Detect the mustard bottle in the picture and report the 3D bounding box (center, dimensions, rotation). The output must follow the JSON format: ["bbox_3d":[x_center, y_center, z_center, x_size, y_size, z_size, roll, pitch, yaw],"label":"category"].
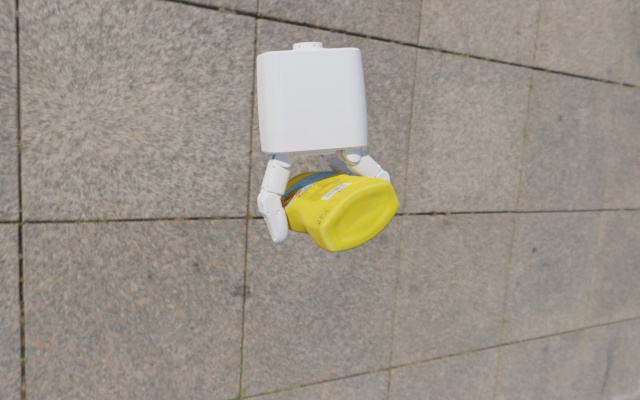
[{"bbox_3d":[0.000,0.002,0.559,0.096,0.058,0.191,-35,22,-18],"label":"mustard bottle"}]
